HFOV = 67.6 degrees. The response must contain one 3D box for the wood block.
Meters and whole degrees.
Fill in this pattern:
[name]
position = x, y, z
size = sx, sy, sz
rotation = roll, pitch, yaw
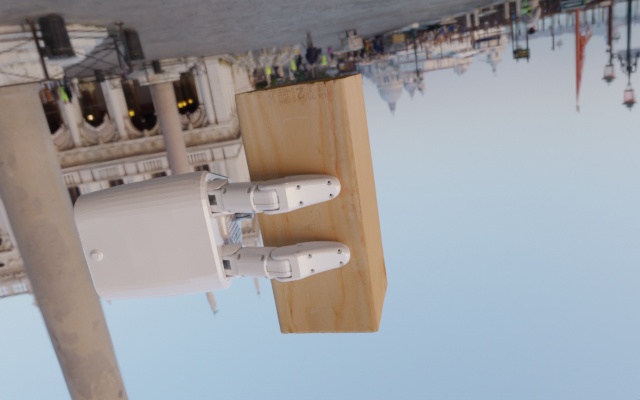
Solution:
[wood block]
position = 0.000, 0.001, 0.418
size = 0.090, 0.206, 0.090
rotation = -5, 16, 14
